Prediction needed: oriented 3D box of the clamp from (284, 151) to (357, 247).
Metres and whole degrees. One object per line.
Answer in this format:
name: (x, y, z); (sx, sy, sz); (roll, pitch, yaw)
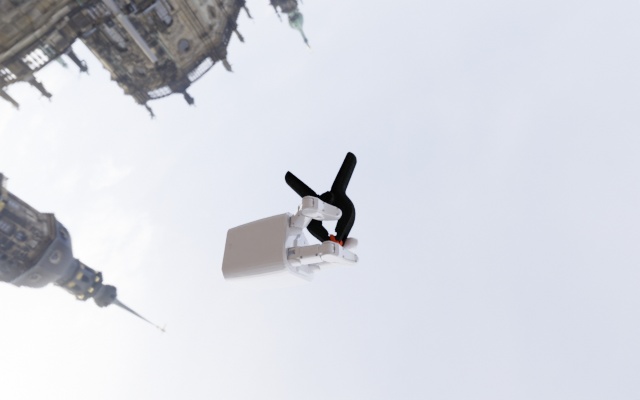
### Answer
clamp: (0.000, 0.003, 0.731); (0.120, 0.171, 0.039); (-14, -40, 18)
